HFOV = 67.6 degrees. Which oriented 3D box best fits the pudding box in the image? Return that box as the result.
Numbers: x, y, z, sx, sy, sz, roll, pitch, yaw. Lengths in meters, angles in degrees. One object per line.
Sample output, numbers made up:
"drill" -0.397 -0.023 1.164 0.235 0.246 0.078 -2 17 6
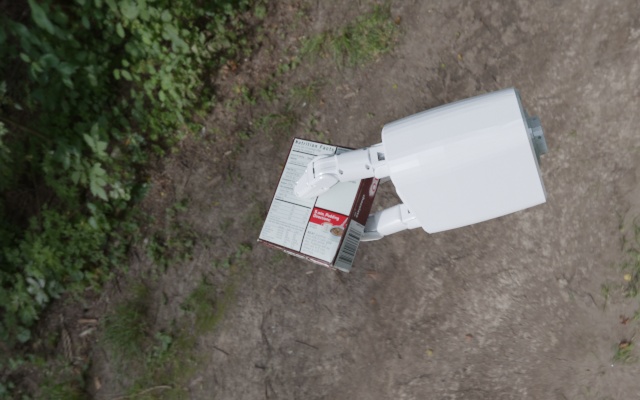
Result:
"pudding box" 0.000 0.001 0.456 0.090 0.113 0.039 15 -10 31
